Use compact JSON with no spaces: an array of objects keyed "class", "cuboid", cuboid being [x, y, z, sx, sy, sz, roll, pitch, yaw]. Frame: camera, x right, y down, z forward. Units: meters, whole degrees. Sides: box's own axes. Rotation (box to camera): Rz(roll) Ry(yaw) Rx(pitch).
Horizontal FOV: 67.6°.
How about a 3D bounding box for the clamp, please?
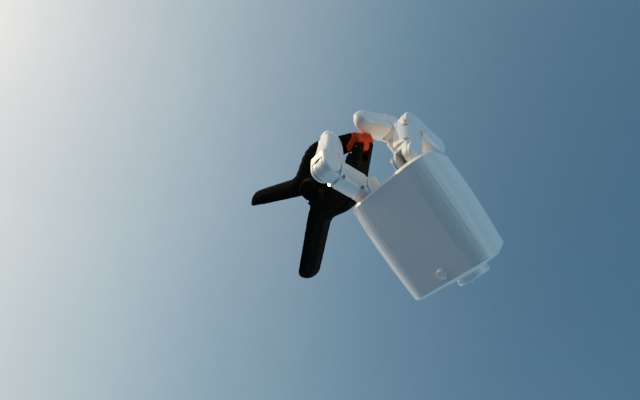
[{"class":"clamp","cuboid":[0.000,0.001,0.508,0.171,0.120,0.039,-41,-14,36]}]
